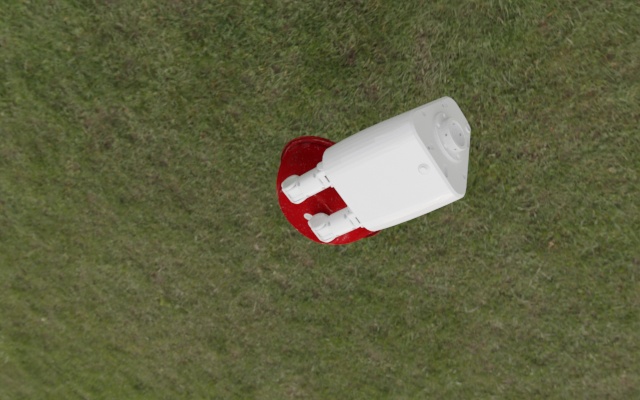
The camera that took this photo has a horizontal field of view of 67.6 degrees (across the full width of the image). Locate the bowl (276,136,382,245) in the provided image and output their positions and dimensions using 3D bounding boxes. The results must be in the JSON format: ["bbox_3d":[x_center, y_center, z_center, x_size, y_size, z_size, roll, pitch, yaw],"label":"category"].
[{"bbox_3d":[-0.001,0.003,0.592,0.162,0.162,0.055,0,38,46],"label":"bowl"}]
